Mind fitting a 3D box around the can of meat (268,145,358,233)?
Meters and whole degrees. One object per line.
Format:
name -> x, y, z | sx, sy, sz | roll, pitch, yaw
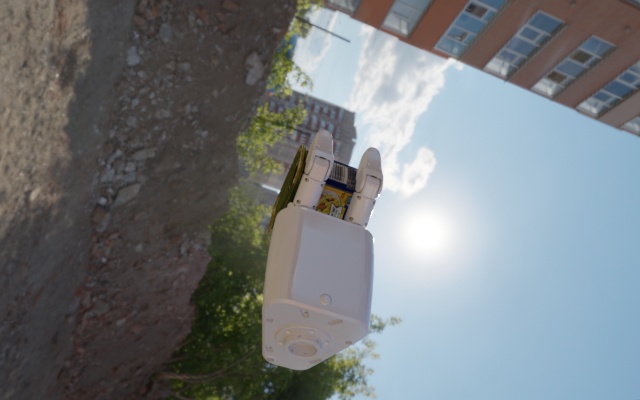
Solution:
can of meat -> 0.000, 0.002, 0.514 | 0.084, 0.102, 0.057 | 19, 38, -11
